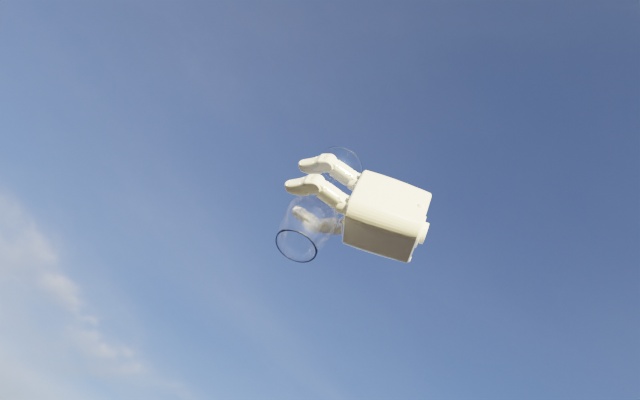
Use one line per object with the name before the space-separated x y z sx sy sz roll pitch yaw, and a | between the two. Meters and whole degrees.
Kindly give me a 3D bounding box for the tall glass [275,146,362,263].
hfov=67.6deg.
tall glass | 0.000 0.002 0.724 0.079 0.079 0.201 0 38 26
